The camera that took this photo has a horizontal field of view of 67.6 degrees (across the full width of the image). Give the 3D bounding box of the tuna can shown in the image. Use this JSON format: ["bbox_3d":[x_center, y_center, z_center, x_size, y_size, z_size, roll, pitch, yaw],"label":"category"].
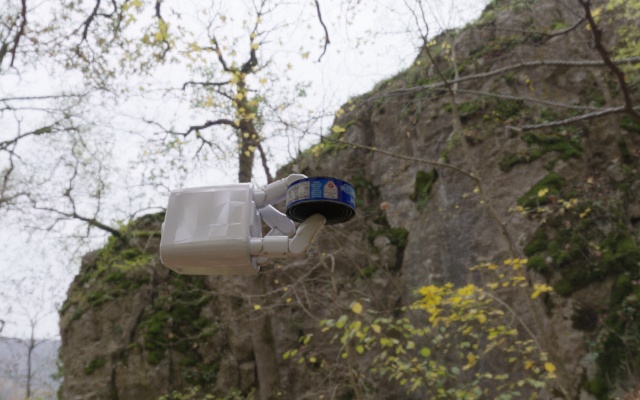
[{"bbox_3d":[0.000,0.001,0.587,0.086,0.033,0.086,0,-21,0],"label":"tuna can"}]
